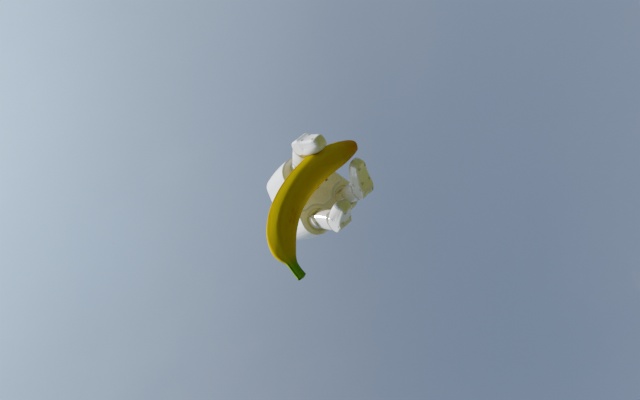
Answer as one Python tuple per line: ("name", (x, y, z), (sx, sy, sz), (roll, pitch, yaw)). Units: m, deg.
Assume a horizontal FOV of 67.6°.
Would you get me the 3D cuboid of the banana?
("banana", (-0.018, -0.004, 0.582), (0.069, 0.197, 0.037), (27, -23, -8))
